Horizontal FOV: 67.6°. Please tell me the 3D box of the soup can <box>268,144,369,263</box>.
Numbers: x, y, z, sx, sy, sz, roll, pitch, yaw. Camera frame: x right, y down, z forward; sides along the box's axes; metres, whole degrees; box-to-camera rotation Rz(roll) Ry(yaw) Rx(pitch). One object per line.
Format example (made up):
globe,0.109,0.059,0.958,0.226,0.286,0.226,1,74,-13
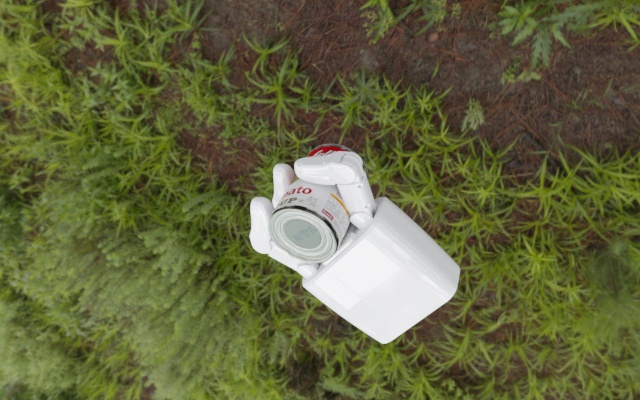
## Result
soup can,0.000,0.001,0.455,0.068,0.068,0.102,0,38,25
